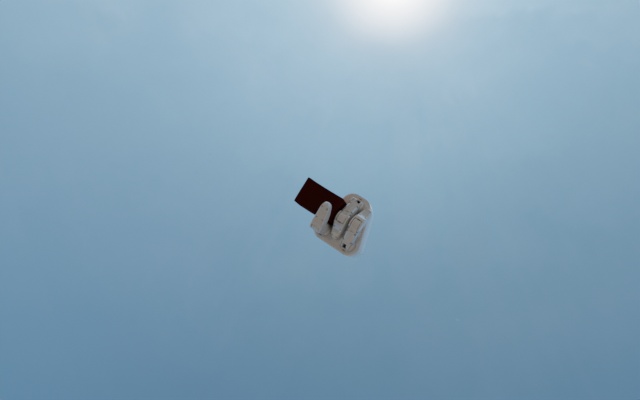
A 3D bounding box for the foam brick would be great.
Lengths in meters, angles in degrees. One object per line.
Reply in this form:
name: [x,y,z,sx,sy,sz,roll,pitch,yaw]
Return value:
foam brick: [0.000,0.003,0.886,0.078,0.053,0.051,33,-3,16]
